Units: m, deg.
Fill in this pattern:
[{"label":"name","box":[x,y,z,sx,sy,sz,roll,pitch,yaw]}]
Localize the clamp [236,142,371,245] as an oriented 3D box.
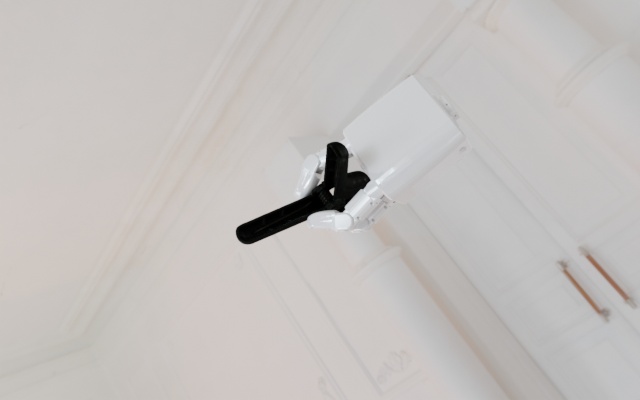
[{"label":"clamp","box":[0.000,0.001,0.592,0.164,0.036,0.210,-37,-18,17]}]
